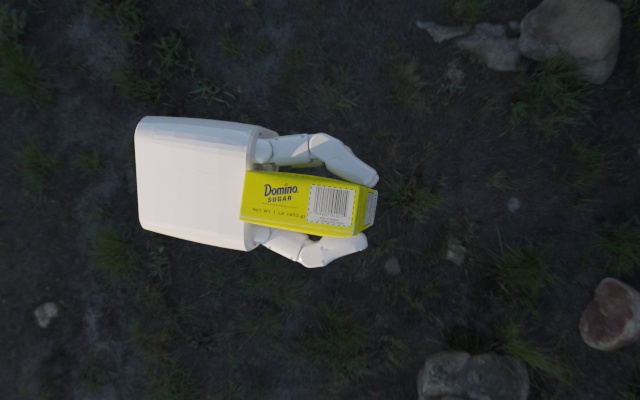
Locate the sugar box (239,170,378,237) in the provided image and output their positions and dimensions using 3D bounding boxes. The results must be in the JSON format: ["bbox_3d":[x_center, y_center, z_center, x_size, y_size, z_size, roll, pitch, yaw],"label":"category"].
[{"bbox_3d":[0.000,0.001,0.441,0.093,0.048,0.176,9,4,10],"label":"sugar box"}]
